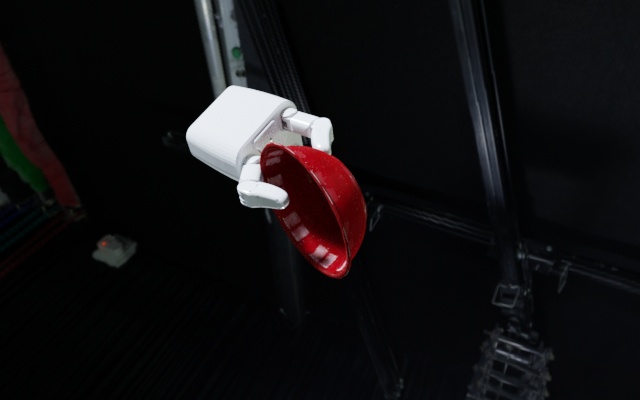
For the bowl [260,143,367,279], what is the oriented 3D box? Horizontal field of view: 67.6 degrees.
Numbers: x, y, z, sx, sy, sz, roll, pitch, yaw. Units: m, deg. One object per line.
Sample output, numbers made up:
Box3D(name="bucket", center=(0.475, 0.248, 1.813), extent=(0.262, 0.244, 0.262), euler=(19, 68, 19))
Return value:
Box3D(name="bowl", center=(0.001, 0.002, 0.518), extent=(0.055, 0.162, 0.162), euler=(-30, 12, -23))
